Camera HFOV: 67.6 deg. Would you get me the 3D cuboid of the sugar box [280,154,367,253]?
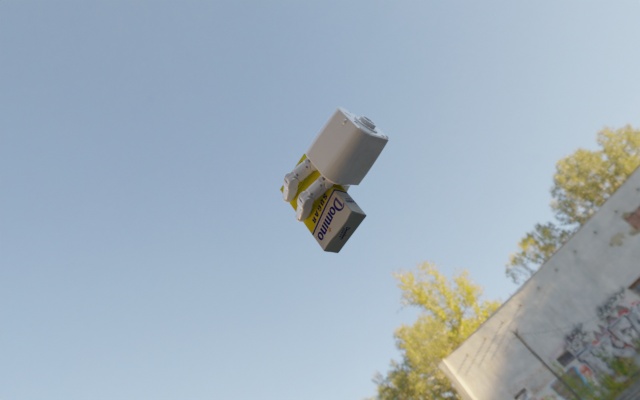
[{"bbox_3d":[0.000,0.003,0.872,0.048,0.093,0.176,15,28,-43],"label":"sugar box"}]
